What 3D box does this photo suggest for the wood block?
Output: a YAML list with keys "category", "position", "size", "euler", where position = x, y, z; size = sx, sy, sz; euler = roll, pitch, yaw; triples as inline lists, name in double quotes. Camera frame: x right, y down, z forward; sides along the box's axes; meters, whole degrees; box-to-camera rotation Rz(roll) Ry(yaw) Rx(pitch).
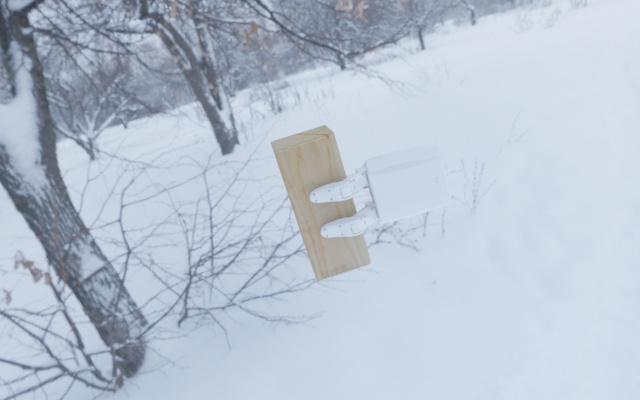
- category: "wood block"
  position: [0.000, 0.002, 0.721]
  size: [0.090, 0.206, 0.090]
  euler: [-18, 18, -3]
